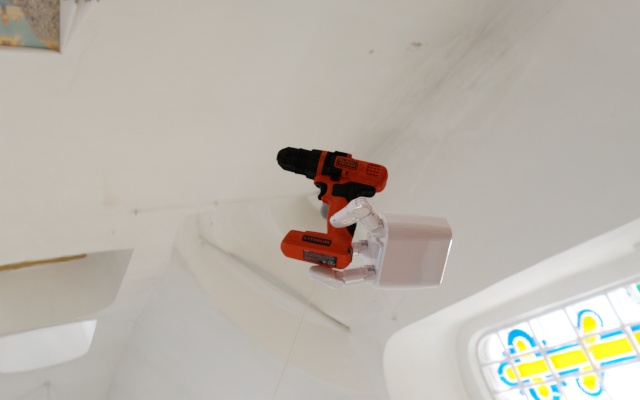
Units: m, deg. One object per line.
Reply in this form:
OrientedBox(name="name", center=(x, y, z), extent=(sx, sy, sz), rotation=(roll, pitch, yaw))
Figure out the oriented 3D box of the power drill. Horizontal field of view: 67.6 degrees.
OrientedBox(name="power drill", center=(0.000, 0.003, 0.738), extent=(0.184, 0.187, 0.057), rotation=(12, -30, 9))
